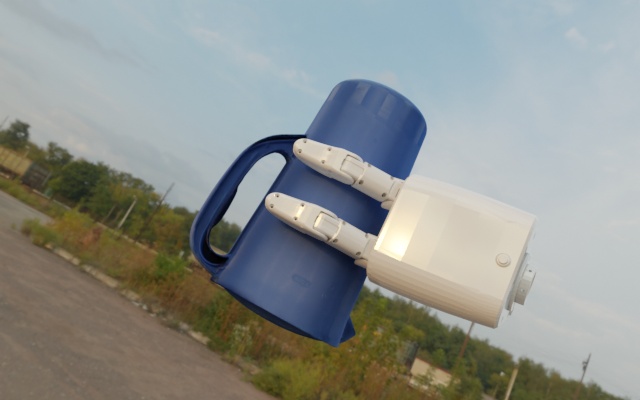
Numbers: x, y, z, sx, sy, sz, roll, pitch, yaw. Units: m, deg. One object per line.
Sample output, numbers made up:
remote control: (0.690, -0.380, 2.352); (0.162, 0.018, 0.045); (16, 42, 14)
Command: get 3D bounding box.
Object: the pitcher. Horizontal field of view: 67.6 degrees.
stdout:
pitcher: (0.000, 0.002, 0.463); (0.145, 0.242, 0.149); (20, -15, 27)
